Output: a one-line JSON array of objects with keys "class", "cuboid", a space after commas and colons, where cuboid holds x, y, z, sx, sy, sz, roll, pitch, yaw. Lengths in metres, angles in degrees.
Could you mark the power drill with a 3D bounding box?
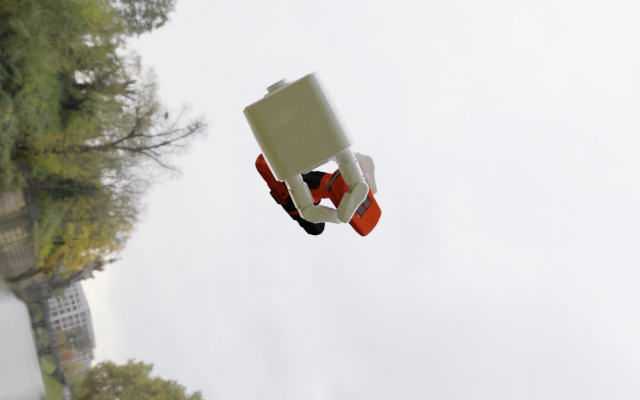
[{"class": "power drill", "cuboid": [0.000, 0.002, 0.734, 0.187, 0.057, 0.184, 10, -35, 46]}]
